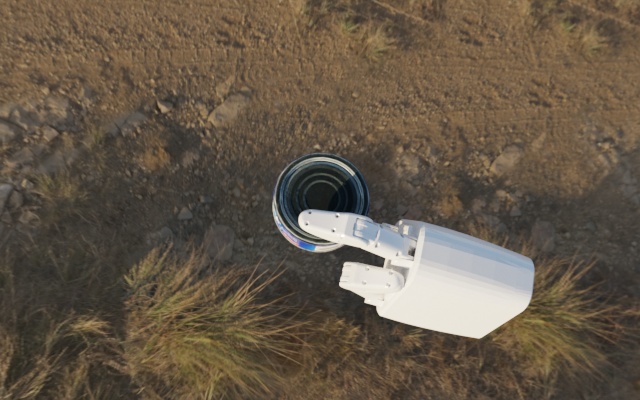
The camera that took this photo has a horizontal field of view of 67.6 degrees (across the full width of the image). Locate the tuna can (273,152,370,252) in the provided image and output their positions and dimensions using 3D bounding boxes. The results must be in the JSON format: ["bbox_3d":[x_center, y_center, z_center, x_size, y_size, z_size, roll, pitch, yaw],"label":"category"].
[{"bbox_3d":[0.000,0.001,0.426,0.086,0.086,0.034,0,-15,-5],"label":"tuna can"}]
